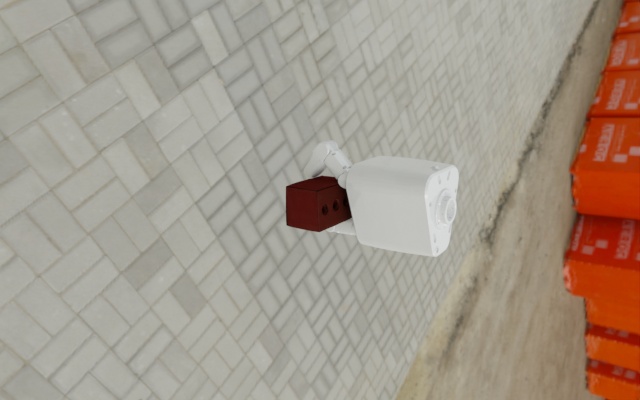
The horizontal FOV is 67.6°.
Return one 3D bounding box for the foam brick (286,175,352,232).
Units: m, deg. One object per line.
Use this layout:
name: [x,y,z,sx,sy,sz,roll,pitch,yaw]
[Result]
foam brick: [0.000,0.002,0.602,0.051,0.053,0.078,11,20,36]
